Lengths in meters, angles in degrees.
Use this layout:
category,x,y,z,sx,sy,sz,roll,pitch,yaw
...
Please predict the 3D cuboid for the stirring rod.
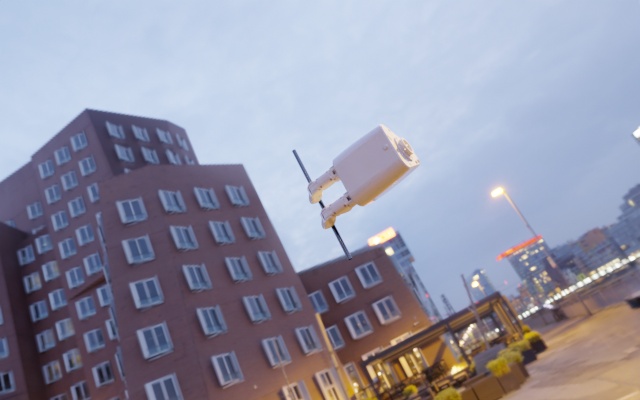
category,x,y,z,sx,sy,sz,roll,pitch,yaw
stirring rod,0.000,0.003,0.872,0.011,0.239,0.011,-23,-23,-10
